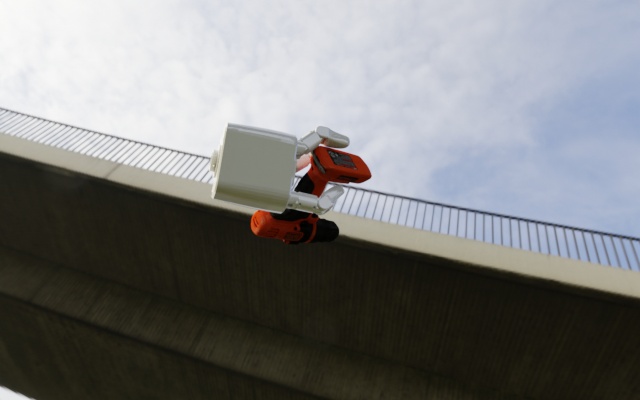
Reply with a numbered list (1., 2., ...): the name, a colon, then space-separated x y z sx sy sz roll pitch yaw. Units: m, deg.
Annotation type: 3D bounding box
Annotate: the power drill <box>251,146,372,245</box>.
1. power drill: 0.000 0.002 0.798 0.184 0.057 0.188 8 -50 -43
